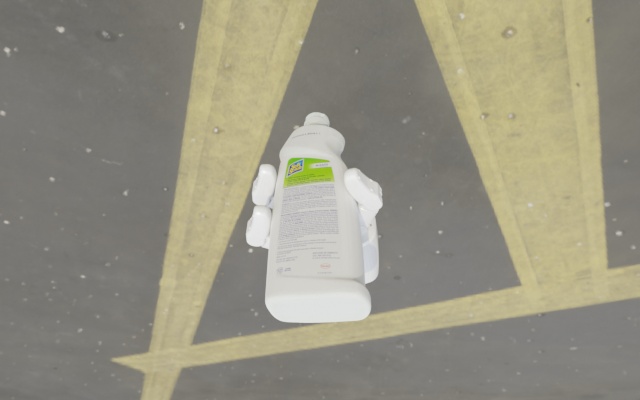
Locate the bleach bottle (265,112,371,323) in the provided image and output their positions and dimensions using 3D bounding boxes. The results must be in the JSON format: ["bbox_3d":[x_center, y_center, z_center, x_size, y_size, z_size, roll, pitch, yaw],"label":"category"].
[{"bbox_3d":[0.000,0.002,0.519,0.102,0.250,0.068,-4,-36,9],"label":"bleach bottle"}]
